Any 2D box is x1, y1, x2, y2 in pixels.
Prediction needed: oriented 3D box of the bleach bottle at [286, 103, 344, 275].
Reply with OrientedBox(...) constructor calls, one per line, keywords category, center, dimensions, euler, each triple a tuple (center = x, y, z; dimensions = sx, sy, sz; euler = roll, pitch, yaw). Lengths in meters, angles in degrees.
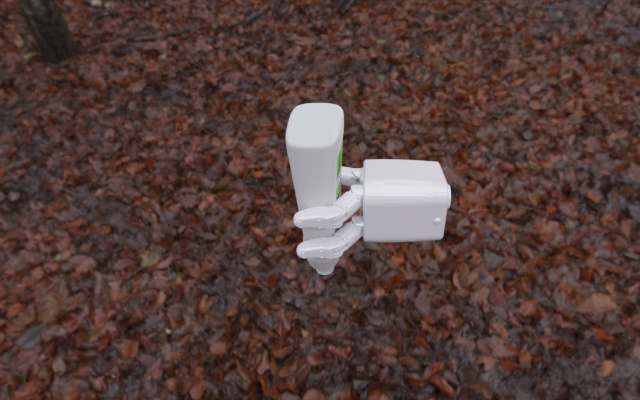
OrientedBox(category="bleach bottle", center=(0.000, 0.002, 0.651), dimensions=(0.068, 0.251, 0.102), euler=(1, 41, 7))
